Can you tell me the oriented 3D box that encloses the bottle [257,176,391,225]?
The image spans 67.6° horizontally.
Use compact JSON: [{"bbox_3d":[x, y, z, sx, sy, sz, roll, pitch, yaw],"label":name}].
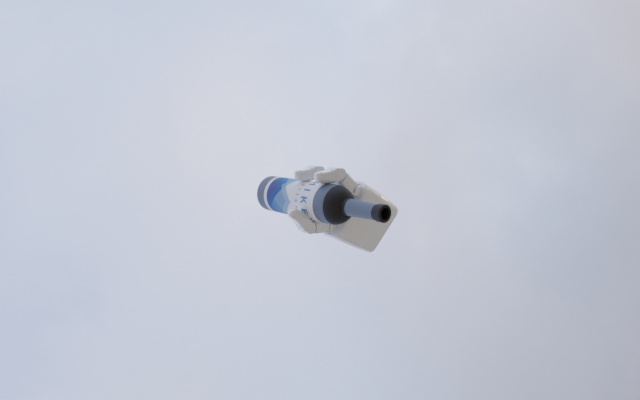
[{"bbox_3d":[0.000,0.003,0.811,0.069,0.069,0.295,0,7,-41],"label":"bottle"}]
